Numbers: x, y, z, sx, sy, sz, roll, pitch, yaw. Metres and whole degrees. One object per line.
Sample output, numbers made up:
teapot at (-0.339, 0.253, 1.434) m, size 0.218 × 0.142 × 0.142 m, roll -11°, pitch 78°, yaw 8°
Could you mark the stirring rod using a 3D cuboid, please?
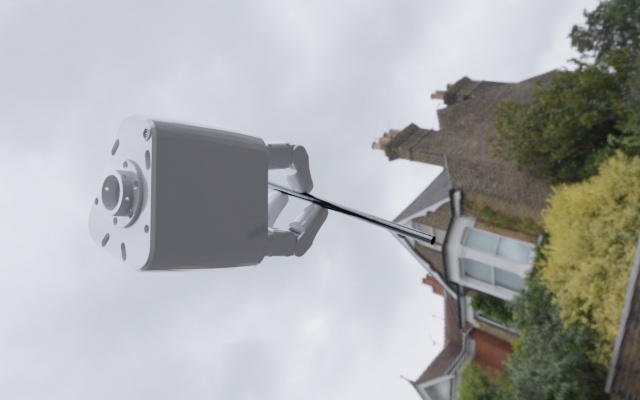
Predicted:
stirring rod at (0.000, 0.001, 0.456) m, size 0.239 × 0.011 × 0.011 m, roll 19°, pitch 12°, yaw 37°
